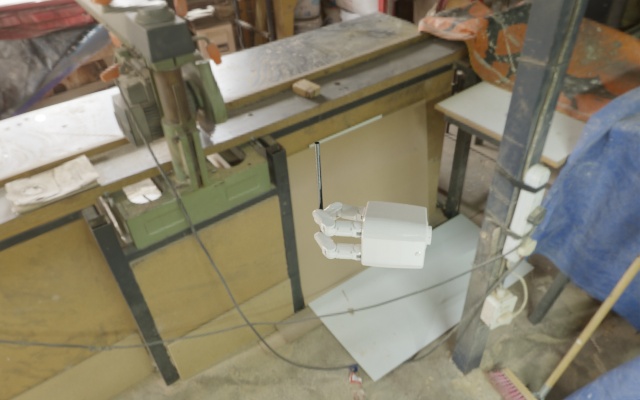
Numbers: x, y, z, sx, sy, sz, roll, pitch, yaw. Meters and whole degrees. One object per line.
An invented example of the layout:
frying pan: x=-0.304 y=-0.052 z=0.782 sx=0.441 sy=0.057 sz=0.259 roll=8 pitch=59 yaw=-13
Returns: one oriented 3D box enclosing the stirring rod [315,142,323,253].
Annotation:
stirring rod: x=0.000 y=0.003 z=0.828 sx=0.011 sy=0.240 sz=0.011 roll=-2 pitch=39 yaw=2
